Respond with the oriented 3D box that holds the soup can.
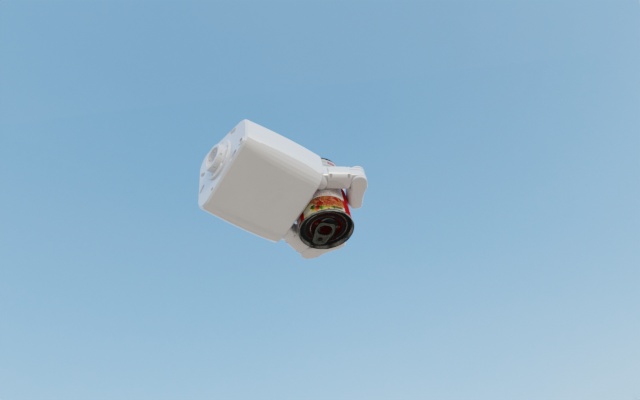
[{"bbox_3d":[0.001,0.002,0.607,0.068,0.069,0.102,0,43,-11],"label":"soup can"}]
